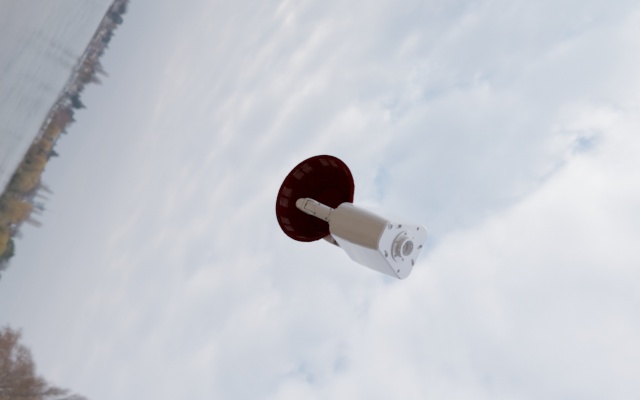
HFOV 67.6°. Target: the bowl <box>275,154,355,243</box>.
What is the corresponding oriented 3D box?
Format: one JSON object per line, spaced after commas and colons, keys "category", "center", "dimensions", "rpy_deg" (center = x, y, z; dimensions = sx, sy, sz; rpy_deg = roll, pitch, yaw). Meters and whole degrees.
{"category": "bowl", "center": [0.000, 0.002, 0.845], "dimensions": [0.162, 0.162, 0.055], "rpy_deg": [0, -19, 33]}
